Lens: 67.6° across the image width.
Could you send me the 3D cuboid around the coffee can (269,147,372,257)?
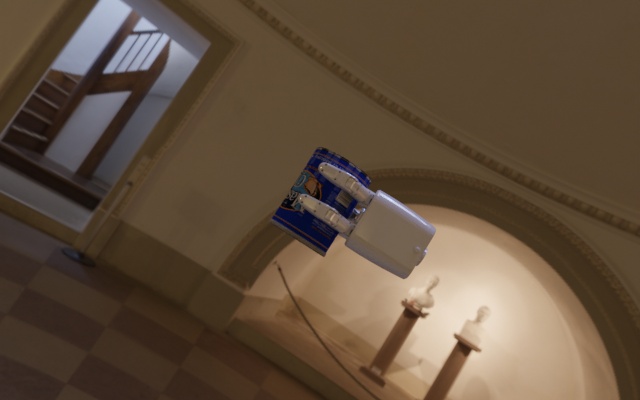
[{"bbox_3d":[0.000,0.002,0.749,0.103,0.140,0.103,32,-6,4],"label":"coffee can"}]
